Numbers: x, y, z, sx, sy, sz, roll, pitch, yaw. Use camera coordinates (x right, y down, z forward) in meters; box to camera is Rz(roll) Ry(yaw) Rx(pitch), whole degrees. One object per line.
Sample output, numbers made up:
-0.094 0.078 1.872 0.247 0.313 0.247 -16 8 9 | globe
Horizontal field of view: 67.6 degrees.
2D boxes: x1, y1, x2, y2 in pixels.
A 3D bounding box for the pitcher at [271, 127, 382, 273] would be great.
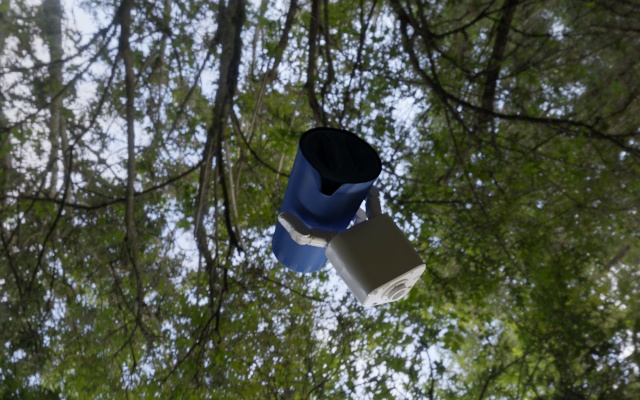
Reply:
0.000 0.003 0.802 0.149 0.243 0.145 -12 52 -35 | pitcher
